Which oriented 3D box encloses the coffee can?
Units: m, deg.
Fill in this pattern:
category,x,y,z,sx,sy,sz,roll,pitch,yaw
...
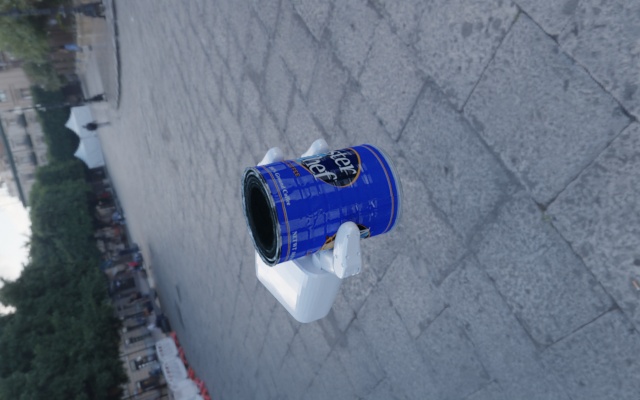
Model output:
category,x,y,z,sx,sy,sz,roll,pitch,yaw
coffee can,0.000,0.002,0.501,0.140,0.103,0.103,-14,6,-24
